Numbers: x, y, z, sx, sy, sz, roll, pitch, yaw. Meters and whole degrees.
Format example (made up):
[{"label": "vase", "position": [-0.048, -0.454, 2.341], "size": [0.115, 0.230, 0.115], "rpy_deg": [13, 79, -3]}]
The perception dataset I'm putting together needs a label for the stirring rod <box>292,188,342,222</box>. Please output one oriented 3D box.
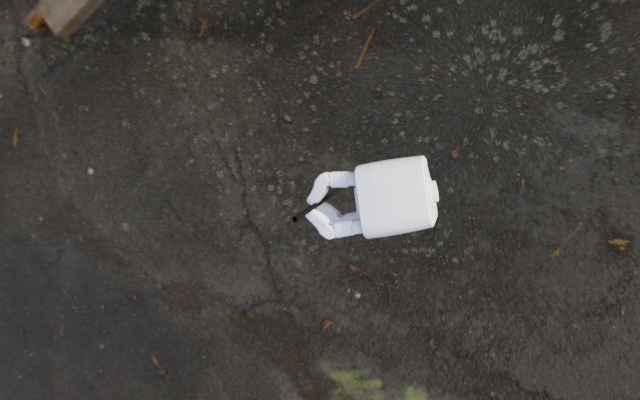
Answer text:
[{"label": "stirring rod", "position": [0.000, 0.003, 0.796], "size": [0.011, 0.011, 0.239], "rpy_deg": [0, 12, 19]}]
